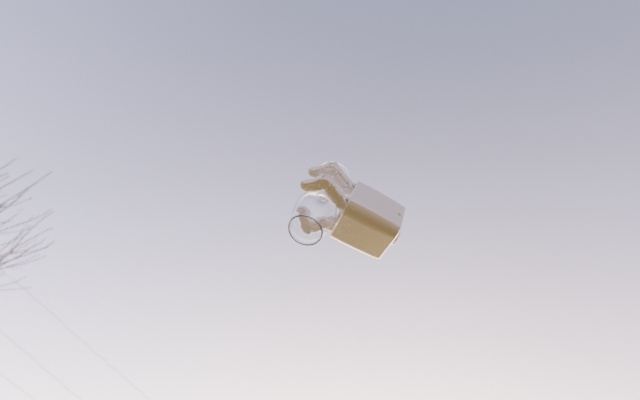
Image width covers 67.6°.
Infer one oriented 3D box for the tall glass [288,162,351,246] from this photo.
[{"bbox_3d":[0.000,0.003,0.893,0.079,0.079,0.201,0,29,18],"label":"tall glass"}]
